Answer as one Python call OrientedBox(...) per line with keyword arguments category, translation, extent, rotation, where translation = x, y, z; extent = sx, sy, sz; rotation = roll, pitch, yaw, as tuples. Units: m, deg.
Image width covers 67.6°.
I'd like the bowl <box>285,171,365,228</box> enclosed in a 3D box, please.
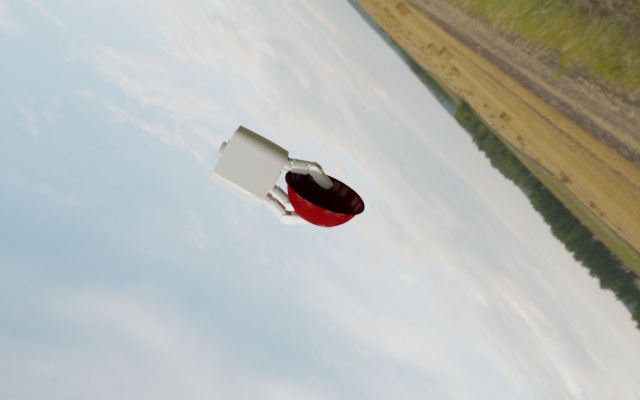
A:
OrientedBox(category="bowl", translation=(0.001, 0.004, 0.899), extent=(0.162, 0.055, 0.162), rotation=(19, 24, -9))
